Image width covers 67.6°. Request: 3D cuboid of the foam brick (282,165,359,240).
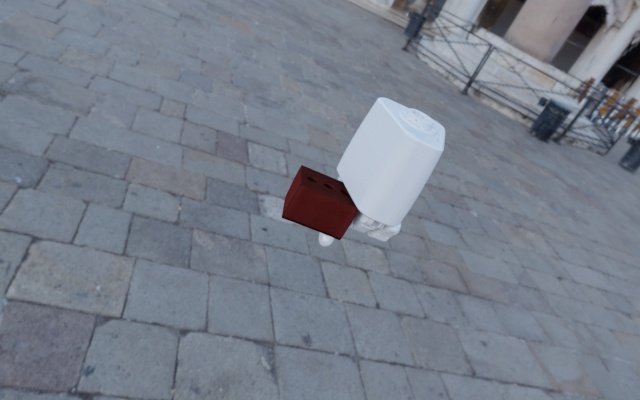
[{"bbox_3d":[0.000,0.002,0.574,0.078,0.051,0.053,21,29,-13],"label":"foam brick"}]
